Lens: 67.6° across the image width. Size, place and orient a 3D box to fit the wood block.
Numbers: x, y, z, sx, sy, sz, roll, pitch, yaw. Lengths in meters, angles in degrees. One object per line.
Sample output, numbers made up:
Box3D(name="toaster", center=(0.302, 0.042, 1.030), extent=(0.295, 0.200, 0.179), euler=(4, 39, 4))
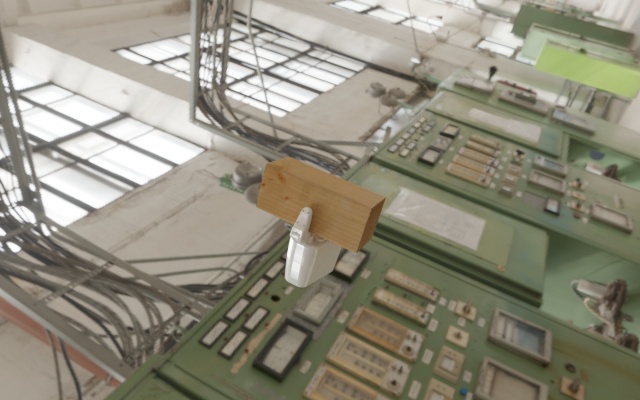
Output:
Box3D(name="wood block", center=(0.000, 0.003, 0.866), extent=(0.206, 0.090, 0.091), euler=(23, 22, 17))
